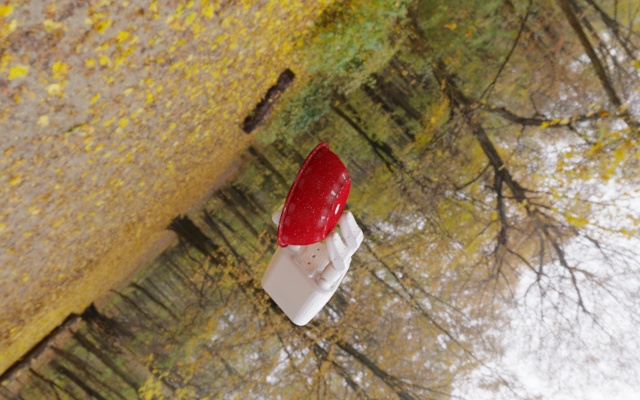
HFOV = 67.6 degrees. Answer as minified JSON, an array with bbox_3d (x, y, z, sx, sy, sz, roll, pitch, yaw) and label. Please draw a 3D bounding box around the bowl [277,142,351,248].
[{"bbox_3d":[0.001,0.002,0.669,0.055,0.162,0.162,23,5,12],"label":"bowl"}]
